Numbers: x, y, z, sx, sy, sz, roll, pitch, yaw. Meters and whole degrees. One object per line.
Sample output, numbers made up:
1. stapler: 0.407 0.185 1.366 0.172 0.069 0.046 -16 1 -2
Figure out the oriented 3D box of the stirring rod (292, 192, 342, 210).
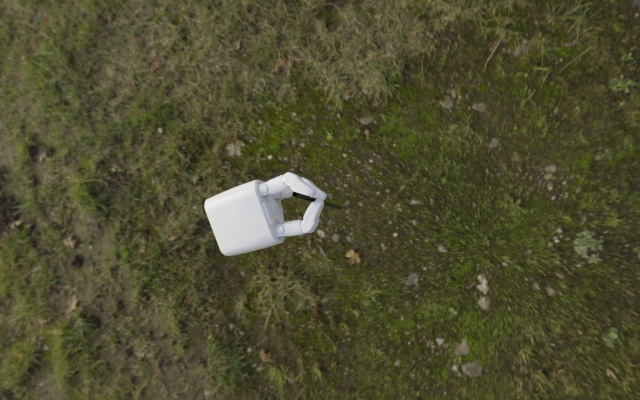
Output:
1. stirring rod: 0.000 0.003 0.833 0.011 0.011 0.239 0 -6 19
